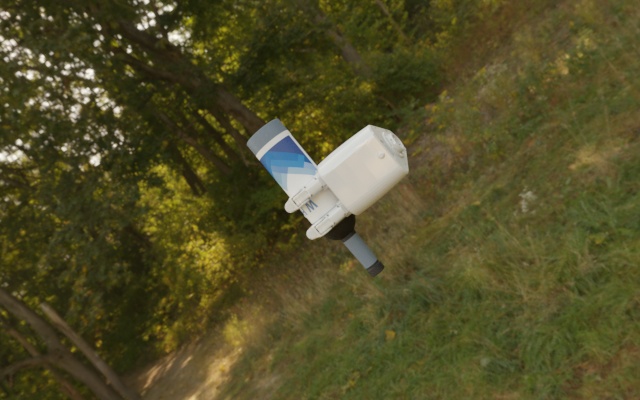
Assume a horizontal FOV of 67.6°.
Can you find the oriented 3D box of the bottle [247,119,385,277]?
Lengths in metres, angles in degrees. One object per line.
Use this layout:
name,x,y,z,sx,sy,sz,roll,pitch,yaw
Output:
bottle,0.000,0.002,0.772,0.069,0.296,0.069,-40,1,0
